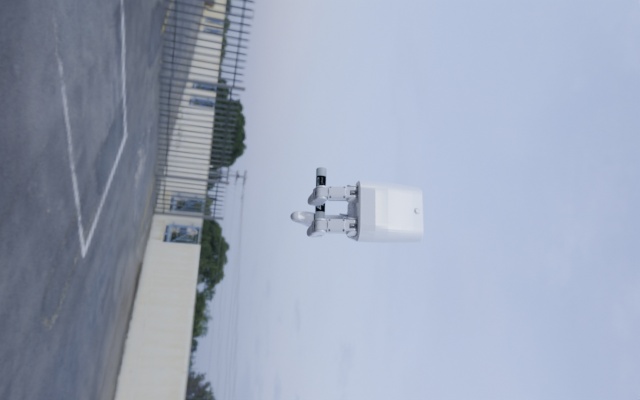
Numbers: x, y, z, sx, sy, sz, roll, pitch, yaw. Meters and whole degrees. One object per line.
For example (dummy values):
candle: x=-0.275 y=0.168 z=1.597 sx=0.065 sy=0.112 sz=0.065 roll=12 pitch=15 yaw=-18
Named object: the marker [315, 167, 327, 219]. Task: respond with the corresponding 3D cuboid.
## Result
marker: x=0.000 y=0.003 z=0.813 sx=0.020 sy=0.121 sz=0.020 roll=2 pitch=-17 yaw=1
